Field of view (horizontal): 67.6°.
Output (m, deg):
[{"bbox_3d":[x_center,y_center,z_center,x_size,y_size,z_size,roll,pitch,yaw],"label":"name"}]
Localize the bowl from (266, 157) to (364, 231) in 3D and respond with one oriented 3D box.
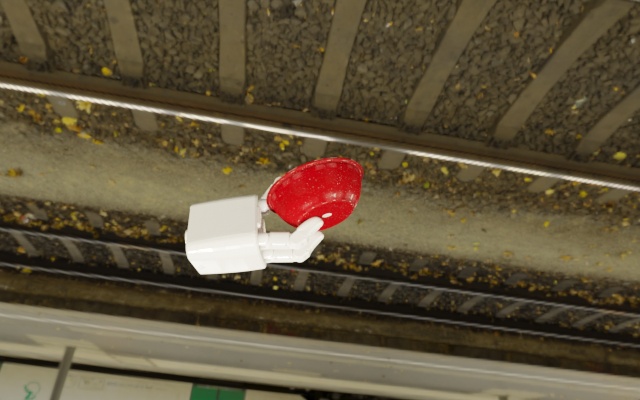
[{"bbox_3d":[0.001,0.002,0.741,0.162,0.055,0.162,-17,-27,-9],"label":"bowl"}]
